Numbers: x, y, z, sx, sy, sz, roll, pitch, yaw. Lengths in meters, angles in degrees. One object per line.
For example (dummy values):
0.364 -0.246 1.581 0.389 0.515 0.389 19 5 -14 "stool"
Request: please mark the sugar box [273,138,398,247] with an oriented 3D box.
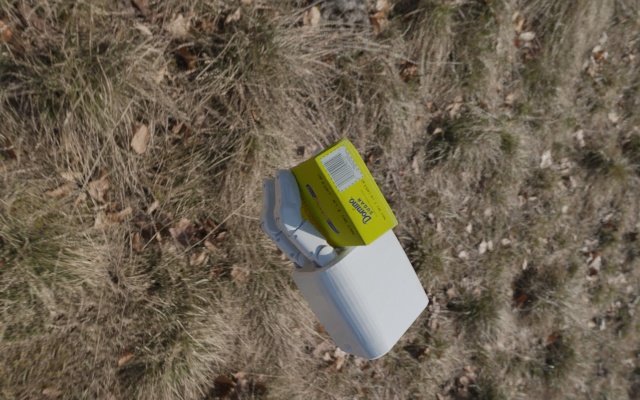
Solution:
0.000 0.002 0.496 0.048 0.093 0.176 -33 5 -24 "sugar box"
